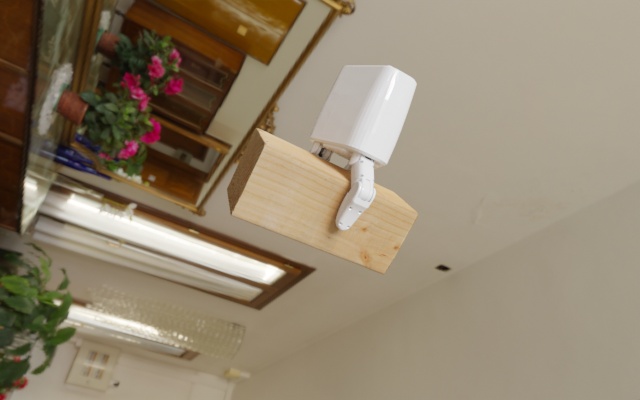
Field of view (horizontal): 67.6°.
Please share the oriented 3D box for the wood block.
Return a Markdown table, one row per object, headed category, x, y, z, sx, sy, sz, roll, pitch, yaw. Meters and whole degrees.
| category | x | y | z | sx | sy | sz | roll | pitch | yaw |
| --- | --- | --- | --- | --- | --- | --- | --- | --- | --- |
| wood block | 0.000 | 0.002 | 0.583 | 0.206 | 0.090 | 0.090 | 23 | 13 | -21 |
